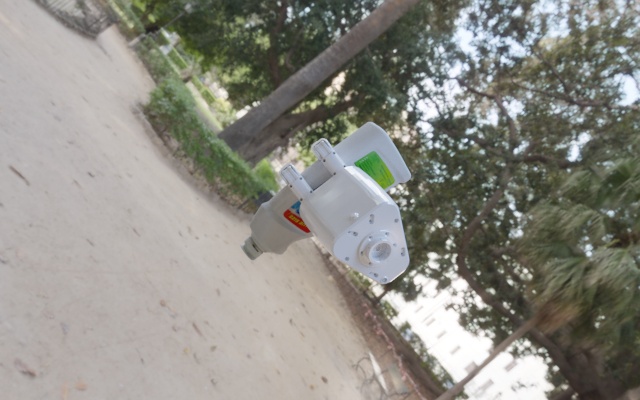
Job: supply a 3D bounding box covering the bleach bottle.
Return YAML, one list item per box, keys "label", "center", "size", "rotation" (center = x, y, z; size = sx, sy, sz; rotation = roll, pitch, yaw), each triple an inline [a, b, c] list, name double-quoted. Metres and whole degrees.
- label: "bleach bottle"
  center: [0.000, 0.002, 0.674]
  size: [0.251, 0.103, 0.068]
  rotation: [-38, 32, -1]
